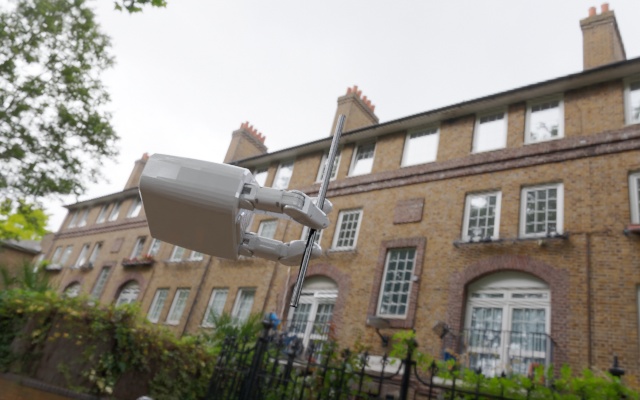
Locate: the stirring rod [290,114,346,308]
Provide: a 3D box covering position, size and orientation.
[{"bbox_3d":[0.000,0.002,0.532,0.011,0.239,0.011,12,-26,6],"label":"stirring rod"}]
